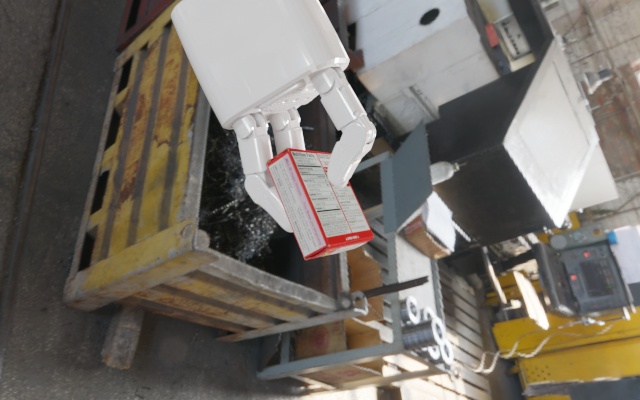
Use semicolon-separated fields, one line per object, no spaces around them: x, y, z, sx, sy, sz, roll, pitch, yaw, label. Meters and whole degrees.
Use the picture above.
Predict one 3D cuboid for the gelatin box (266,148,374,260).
0.001;0.001;0.404;0.030;0.089;0.073;-32;-15;31;gelatin box
